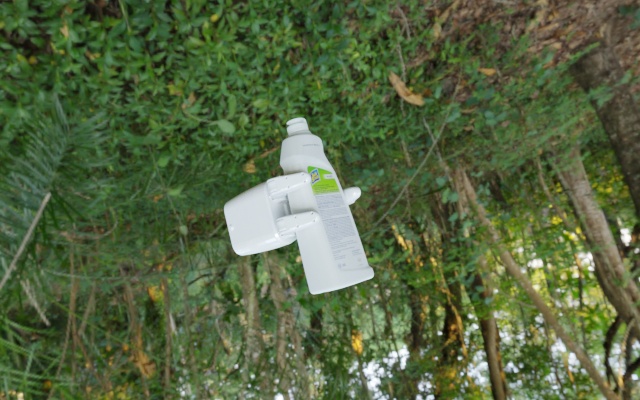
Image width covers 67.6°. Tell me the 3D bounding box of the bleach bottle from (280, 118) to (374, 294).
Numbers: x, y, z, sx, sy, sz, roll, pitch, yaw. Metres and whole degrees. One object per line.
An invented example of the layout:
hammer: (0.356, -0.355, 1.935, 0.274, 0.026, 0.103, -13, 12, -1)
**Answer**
bleach bottle: (0.000, 0.002, 0.698, 0.068, 0.251, 0.102, -20, -9, 39)
